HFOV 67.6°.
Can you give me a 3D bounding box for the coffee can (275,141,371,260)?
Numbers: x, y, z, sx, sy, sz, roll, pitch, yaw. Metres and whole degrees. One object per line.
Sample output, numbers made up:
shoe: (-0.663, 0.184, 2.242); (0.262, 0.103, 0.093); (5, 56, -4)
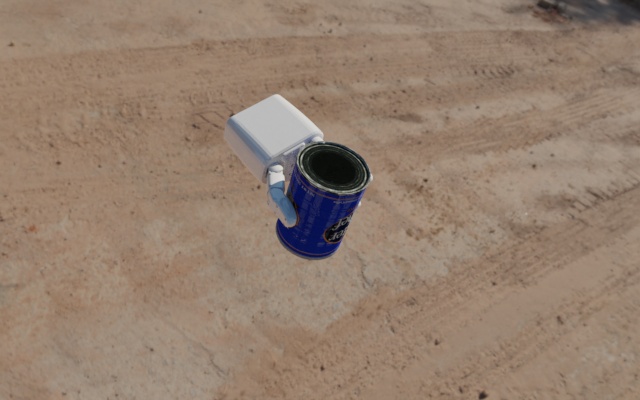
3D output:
coffee can: (0.000, 0.002, 0.674); (0.103, 0.102, 0.140); (0, -43, -21)
